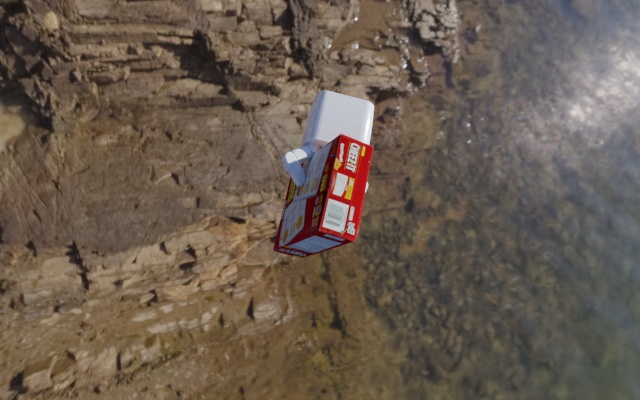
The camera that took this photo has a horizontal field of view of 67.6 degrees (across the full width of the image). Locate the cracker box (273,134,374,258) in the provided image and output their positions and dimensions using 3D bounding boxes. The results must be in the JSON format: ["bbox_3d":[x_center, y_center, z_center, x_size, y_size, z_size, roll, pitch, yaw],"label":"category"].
[{"bbox_3d":[0.000,0.003,0.817,0.072,0.164,0.214,19,-20,-19],"label":"cracker box"}]
